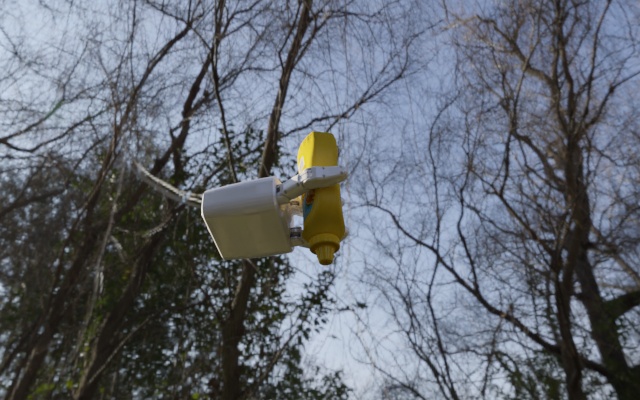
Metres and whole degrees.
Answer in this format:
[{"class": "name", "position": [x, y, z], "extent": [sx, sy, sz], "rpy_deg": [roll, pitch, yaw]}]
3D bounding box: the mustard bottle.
[{"class": "mustard bottle", "position": [0.000, 0.002, 0.669], "extent": [0.058, 0.191, 0.096], "rpy_deg": [5, -36, -13]}]
